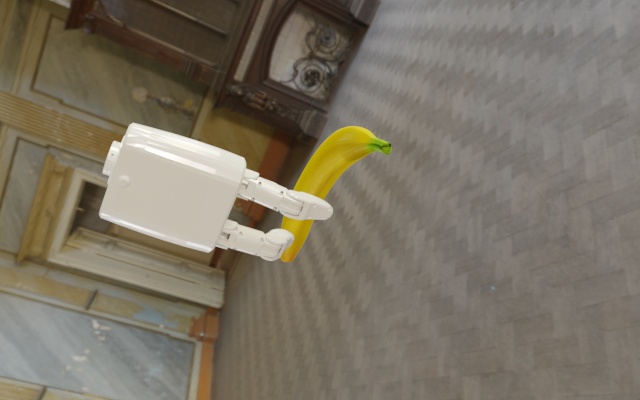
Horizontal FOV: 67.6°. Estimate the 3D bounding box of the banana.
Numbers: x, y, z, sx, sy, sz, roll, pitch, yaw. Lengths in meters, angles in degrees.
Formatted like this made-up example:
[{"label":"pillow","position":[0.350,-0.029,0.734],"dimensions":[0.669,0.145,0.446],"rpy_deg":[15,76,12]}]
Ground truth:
[{"label":"banana","position":[0.000,-0.014,0.513],"dimensions":[0.037,0.069,0.198],"rpy_deg":[18,-49,-25]}]
